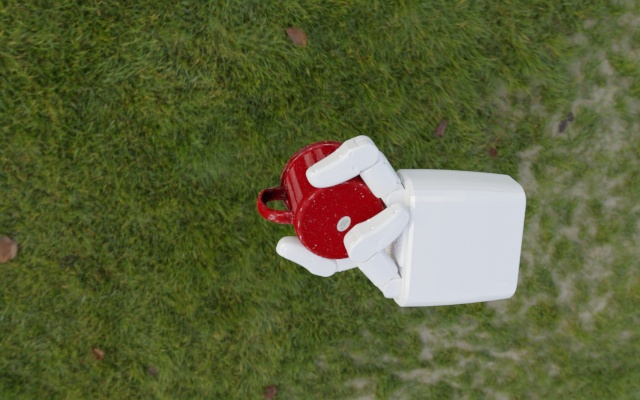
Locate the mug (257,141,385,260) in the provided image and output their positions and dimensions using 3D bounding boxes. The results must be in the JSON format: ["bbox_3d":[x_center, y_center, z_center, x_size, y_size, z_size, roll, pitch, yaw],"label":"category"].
[{"bbox_3d":[-0.001,0.001,0.443,0.117,0.093,0.081,-1,26,-10],"label":"mug"}]
